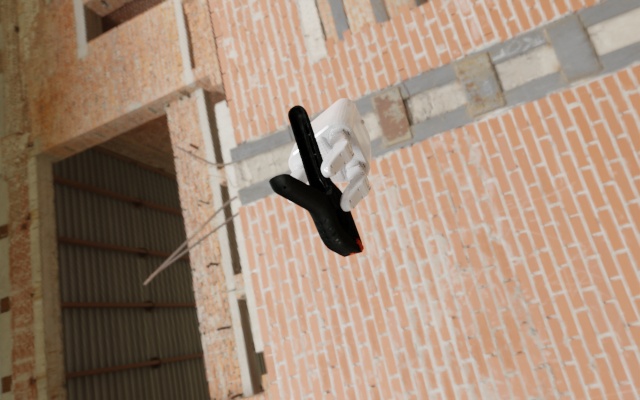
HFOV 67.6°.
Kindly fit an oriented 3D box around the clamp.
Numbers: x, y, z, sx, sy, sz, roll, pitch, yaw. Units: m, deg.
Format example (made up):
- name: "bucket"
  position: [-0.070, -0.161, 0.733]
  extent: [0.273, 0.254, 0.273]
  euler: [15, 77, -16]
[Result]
- name: "clamp"
  position: [0.000, 0.002, 0.599]
  extent: [0.036, 0.210, 0.164]
  euler: [-17, 29, 21]
